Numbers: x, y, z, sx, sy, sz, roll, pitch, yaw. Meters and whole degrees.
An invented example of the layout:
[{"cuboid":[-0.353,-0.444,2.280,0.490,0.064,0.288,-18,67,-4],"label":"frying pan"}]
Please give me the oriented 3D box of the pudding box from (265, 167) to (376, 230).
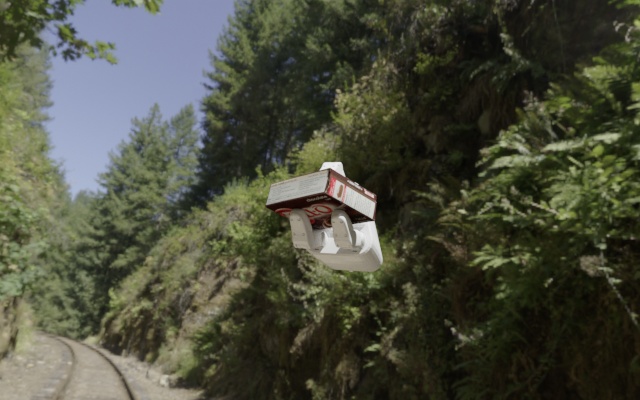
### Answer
[{"cuboid":[0.000,0.002,0.601,0.113,0.039,0.090,-15,-32,43],"label":"pudding box"}]
